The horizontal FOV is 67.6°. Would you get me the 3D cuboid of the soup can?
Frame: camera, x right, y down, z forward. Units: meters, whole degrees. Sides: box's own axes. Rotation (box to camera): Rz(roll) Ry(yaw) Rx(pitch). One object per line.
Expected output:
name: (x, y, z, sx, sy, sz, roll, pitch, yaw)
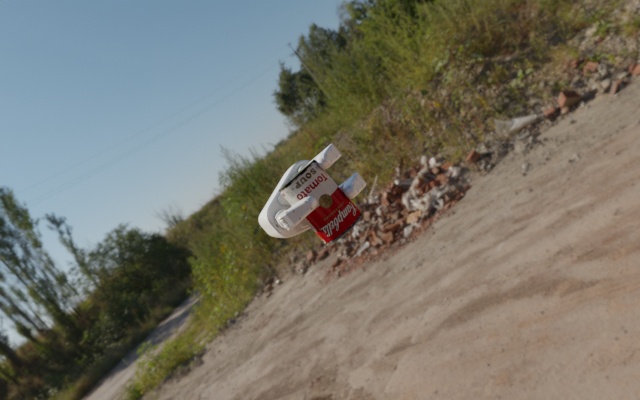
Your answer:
soup can: (0.000, 0.002, 0.658, 0.068, 0.102, 0.068, -40, 6, 5)
